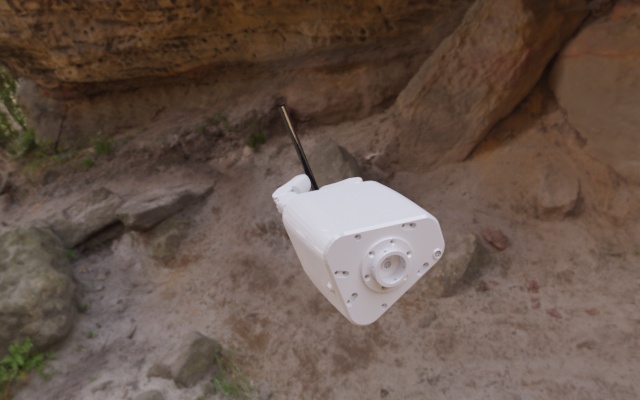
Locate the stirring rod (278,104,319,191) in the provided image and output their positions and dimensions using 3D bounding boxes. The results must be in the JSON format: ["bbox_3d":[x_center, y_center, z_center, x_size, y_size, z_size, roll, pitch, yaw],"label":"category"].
[{"bbox_3d":[0.000,0.002,0.555,0.011,0.240,0.011,-18,24,8],"label":"stirring rod"}]
